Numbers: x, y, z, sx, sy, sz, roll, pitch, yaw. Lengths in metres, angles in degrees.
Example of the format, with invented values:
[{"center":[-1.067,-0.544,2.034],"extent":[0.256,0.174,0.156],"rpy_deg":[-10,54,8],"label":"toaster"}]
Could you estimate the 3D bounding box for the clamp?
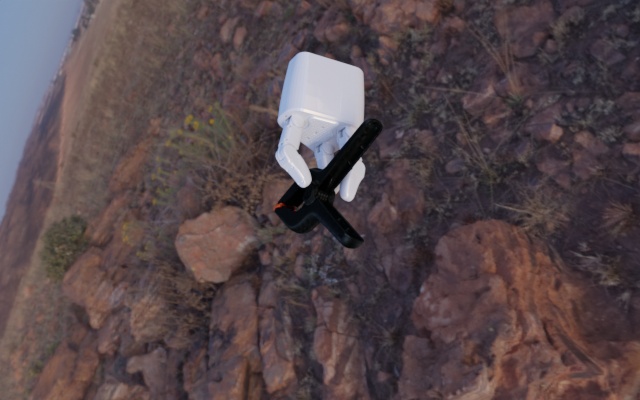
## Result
[{"center":[-0.001,0.002,0.622],"extent":[0.036,0.164,0.210],"rpy_deg":[25,-31,-28],"label":"clamp"}]
